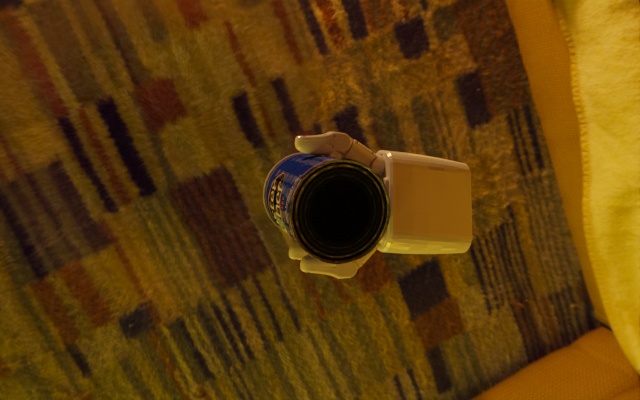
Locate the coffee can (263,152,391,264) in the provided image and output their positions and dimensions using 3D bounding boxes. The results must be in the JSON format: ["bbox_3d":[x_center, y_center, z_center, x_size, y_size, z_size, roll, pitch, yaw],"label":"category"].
[{"bbox_3d":[0.000,0.002,0.520,0.103,0.103,0.140,0,8,-17],"label":"coffee can"}]
